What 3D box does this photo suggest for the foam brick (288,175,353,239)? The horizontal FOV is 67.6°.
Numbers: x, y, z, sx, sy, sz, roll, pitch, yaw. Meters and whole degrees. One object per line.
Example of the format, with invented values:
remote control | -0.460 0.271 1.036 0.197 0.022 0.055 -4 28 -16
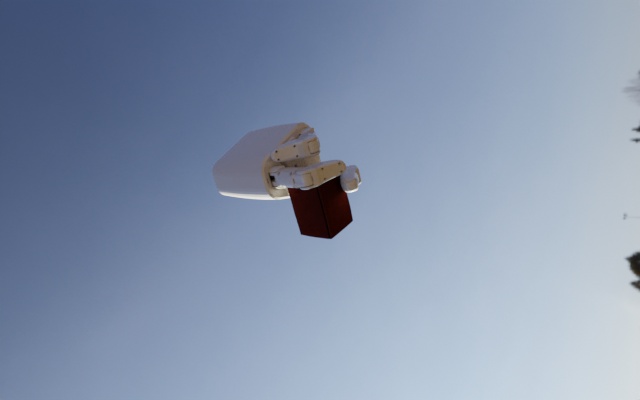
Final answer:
foam brick | 0.000 0.002 0.608 0.051 0.078 0.053 1 24 40
